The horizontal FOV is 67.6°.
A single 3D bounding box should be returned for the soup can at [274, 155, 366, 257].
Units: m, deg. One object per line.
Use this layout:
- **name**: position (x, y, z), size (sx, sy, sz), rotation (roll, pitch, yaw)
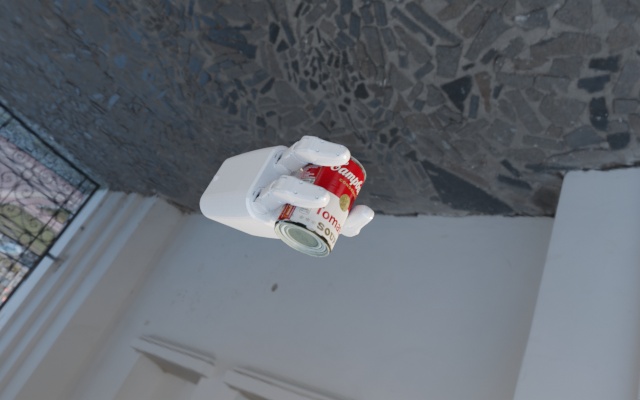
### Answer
- **soup can**: position (0.000, 0.002, 0.524), size (0.068, 0.102, 0.068), rotation (21, -27, 11)
